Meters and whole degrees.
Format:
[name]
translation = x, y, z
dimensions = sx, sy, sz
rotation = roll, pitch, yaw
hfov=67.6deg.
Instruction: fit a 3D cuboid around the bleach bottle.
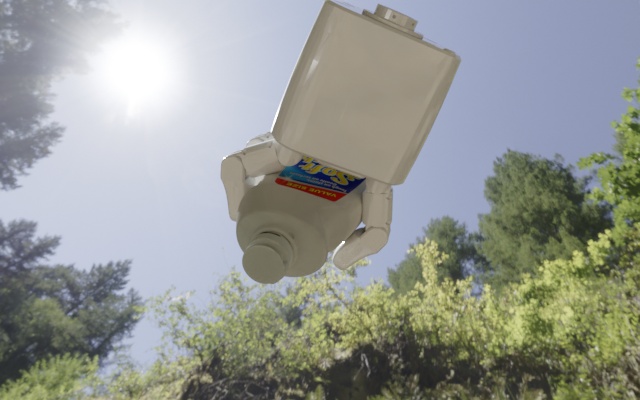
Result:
[bleach bottle]
translation = 0.000, 0.001, 0.415
dimensions = 0.102, 0.068, 0.250
rotation = 26, 24, 3
